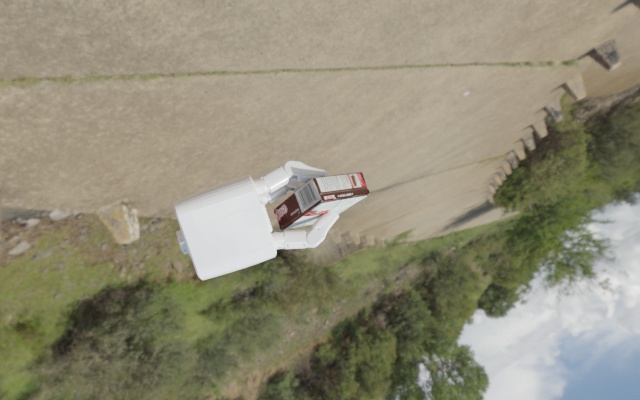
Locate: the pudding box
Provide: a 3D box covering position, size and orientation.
[{"bbox_3d":[0.000,0.002,0.673,0.090,0.039,0.113,-10,-15,-38],"label":"pudding box"}]
